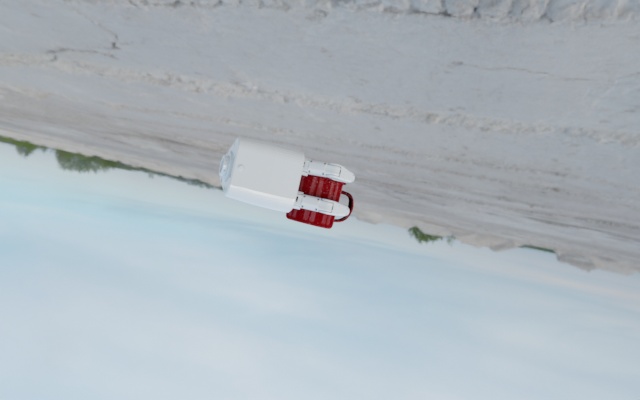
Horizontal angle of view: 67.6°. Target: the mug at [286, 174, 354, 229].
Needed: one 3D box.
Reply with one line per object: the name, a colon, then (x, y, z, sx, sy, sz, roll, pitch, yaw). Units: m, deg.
mug: (0.001, 0.003, 0.807, 0.117, 0.081, 0.093, 14, -1, -20)
